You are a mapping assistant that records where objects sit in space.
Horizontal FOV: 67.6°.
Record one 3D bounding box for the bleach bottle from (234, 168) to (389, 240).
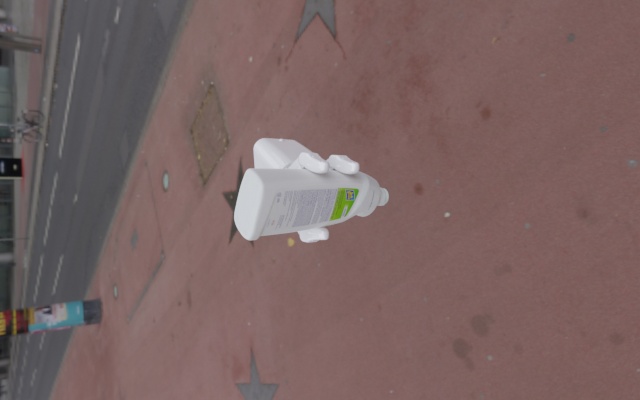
[{"bbox_3d":[0.000,0.002,0.736,0.251,0.103,0.068,-1,32,-35],"label":"bleach bottle"}]
